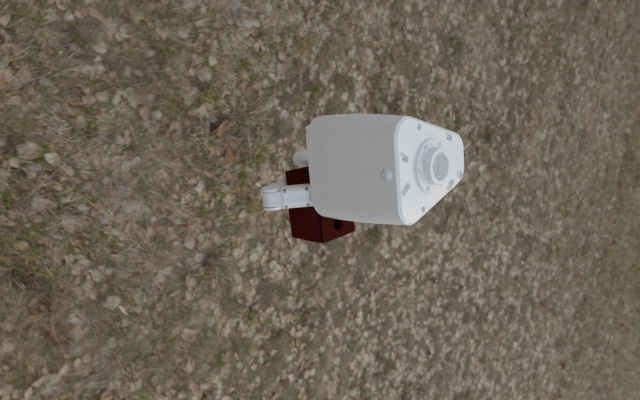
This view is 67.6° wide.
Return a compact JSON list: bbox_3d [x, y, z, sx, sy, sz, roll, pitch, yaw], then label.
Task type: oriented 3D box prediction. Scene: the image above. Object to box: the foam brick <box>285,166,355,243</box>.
[{"bbox_3d":[0.000,0.002,0.523,0.051,0.078,0.053,7,17,45],"label":"foam brick"}]
